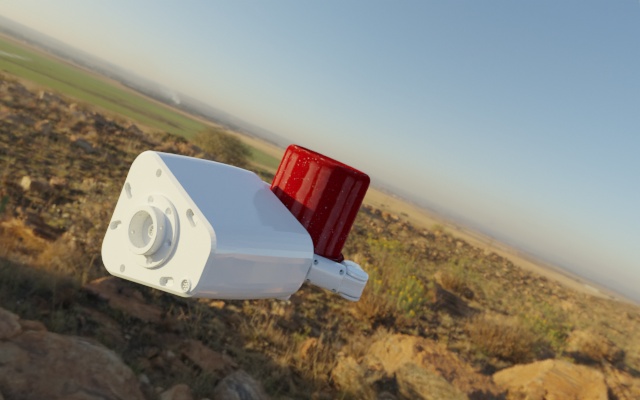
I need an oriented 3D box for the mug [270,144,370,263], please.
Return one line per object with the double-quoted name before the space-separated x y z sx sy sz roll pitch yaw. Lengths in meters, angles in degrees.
"mug" 0.001 0.001 0.444 0.093 0.081 0.117 27 8 30
